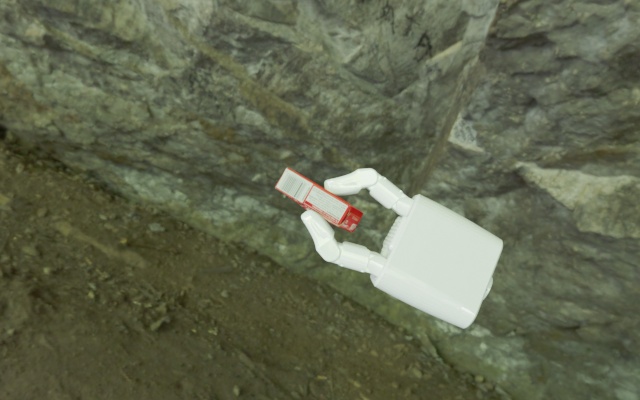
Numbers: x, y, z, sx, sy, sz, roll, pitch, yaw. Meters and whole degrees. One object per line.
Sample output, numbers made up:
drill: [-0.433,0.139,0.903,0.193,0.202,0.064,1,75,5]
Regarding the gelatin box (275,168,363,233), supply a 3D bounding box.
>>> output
gelatin box: [0.000,0.001,0.548,0.089,0.030,0.073,31,0,16]
